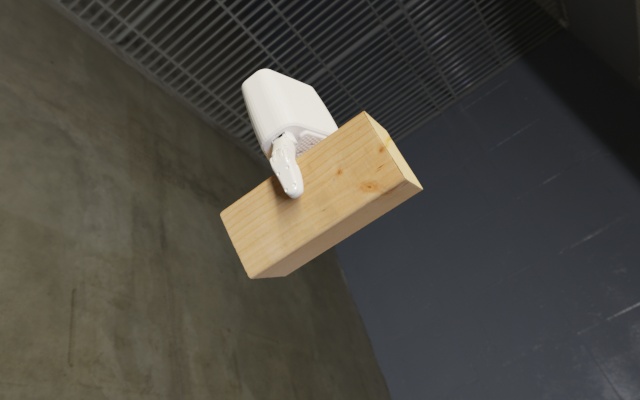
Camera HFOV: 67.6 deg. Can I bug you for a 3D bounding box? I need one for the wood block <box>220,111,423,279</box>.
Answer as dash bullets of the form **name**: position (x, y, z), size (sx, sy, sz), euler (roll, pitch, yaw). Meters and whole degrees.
- **wood block**: position (0.000, 0.001, 0.555), size (0.206, 0.090, 0.091), euler (-34, -19, 16)
